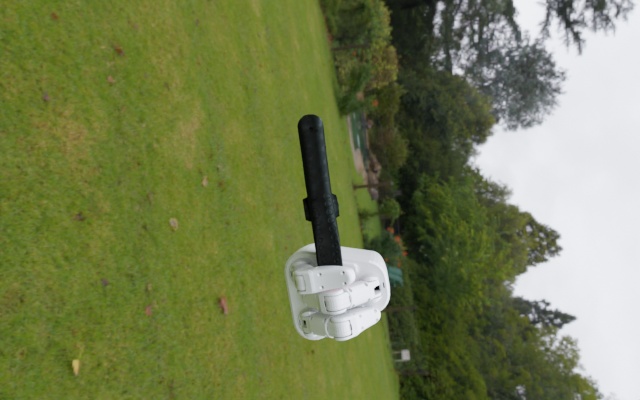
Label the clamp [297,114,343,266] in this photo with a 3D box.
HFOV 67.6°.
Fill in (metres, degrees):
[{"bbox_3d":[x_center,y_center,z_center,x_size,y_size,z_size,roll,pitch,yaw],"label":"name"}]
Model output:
[{"bbox_3d":[0.001,0.002,0.505,0.039,0.171,0.120,-6,2,5],"label":"clamp"}]
